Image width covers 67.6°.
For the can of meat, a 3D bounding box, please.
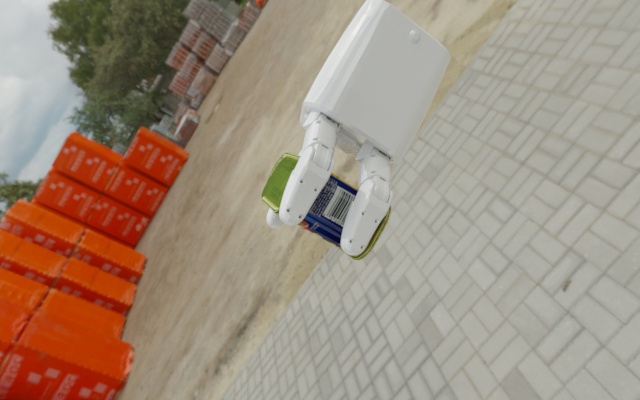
[{"bbox_3d":[0.000,0.001,0.422,0.084,0.057,0.102,30,-1,-20],"label":"can of meat"}]
